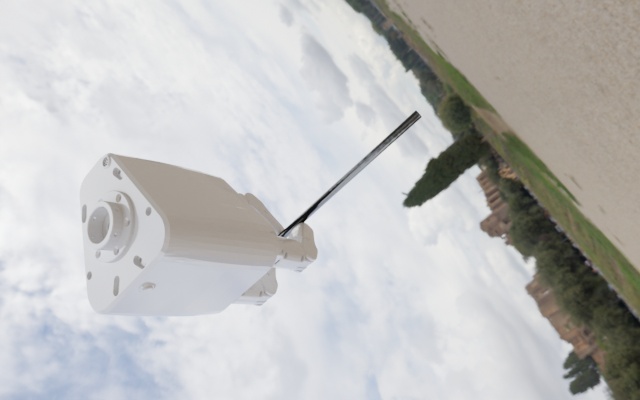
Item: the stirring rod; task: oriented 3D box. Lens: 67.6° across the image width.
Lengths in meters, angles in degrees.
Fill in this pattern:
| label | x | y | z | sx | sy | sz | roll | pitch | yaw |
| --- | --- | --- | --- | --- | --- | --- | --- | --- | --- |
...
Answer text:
| label | x | y | z | sx | sy | sz | roll | pitch | yaw |
| --- | --- | --- | --- | --- | --- | --- | --- | --- | --- |
| stirring rod | 0.000 | 0.001 | 0.449 | 0.239 | 0.011 | 0.011 | -42 | -18 | 20 |
